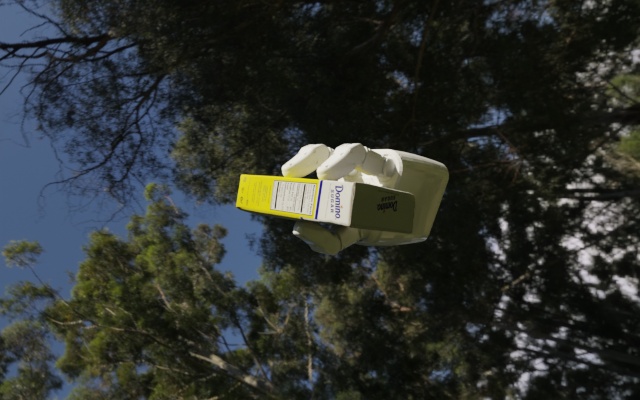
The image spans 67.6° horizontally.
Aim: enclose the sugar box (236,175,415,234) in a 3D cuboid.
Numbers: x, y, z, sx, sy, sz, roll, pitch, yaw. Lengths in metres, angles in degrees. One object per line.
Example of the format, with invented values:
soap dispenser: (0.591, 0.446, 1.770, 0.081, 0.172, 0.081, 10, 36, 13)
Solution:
sugar box: (0.000, 0.001, 0.495, 0.093, 0.048, 0.176, 9, -4, -44)
